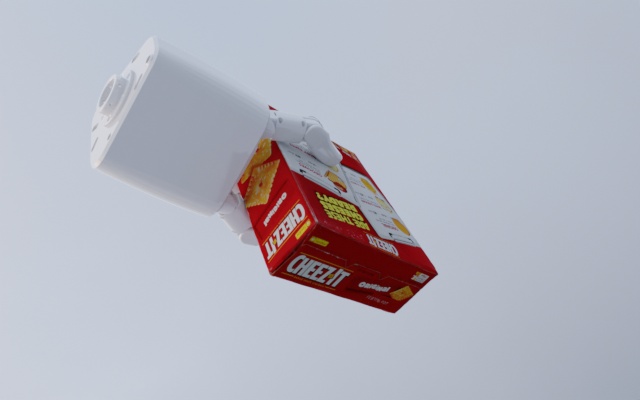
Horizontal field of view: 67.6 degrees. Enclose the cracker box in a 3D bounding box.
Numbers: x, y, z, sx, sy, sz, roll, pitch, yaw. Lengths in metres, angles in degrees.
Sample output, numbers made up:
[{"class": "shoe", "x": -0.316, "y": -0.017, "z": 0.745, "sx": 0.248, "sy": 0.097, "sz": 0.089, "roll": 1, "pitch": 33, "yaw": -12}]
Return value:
[{"class": "cracker box", "x": 0.000, "y": 0.001, "z": 0.488, "sx": 0.164, "sy": 0.072, "sz": 0.213, "roll": 25, "pitch": 25, "yaw": -37}]
